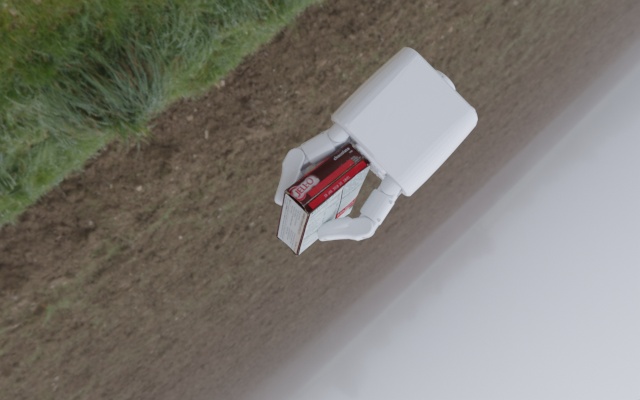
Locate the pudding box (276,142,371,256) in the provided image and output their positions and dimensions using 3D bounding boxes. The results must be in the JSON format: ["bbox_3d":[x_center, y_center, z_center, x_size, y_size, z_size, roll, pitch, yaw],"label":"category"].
[{"bbox_3d":[0.000,0.002,0.505,0.090,0.039,0.114,-38,-18,-25],"label":"pudding box"}]
